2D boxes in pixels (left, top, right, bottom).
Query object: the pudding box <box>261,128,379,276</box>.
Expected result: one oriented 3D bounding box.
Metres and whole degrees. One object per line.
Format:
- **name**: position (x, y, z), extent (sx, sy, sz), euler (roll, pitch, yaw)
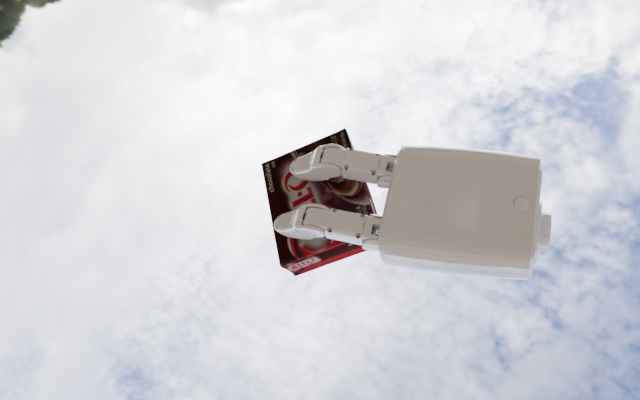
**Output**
- **pudding box**: position (0.000, 0.001, 0.436), extent (0.090, 0.113, 0.039), euler (-21, -33, 11)
